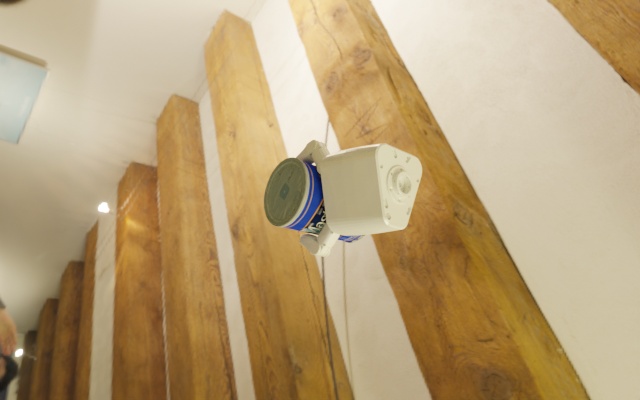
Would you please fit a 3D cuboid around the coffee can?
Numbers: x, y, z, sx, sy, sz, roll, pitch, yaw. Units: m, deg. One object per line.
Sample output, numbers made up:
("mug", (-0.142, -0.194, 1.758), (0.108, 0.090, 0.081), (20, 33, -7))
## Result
("coffee can", (0.000, 0.002, 0.727), (0.140, 0.103, 0.103), (16, -10, -38))
